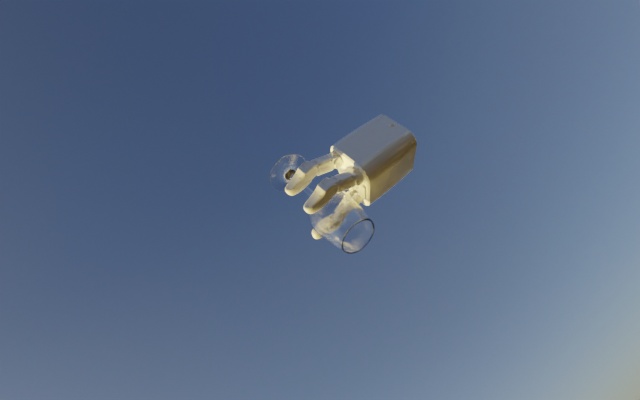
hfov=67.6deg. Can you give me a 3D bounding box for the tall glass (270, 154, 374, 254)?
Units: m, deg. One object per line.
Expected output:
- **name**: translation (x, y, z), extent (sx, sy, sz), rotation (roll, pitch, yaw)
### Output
- **tall glass**: translation (0.000, 0.002, 0.768), extent (0.079, 0.079, 0.201), rotation (0, 31, -41)
